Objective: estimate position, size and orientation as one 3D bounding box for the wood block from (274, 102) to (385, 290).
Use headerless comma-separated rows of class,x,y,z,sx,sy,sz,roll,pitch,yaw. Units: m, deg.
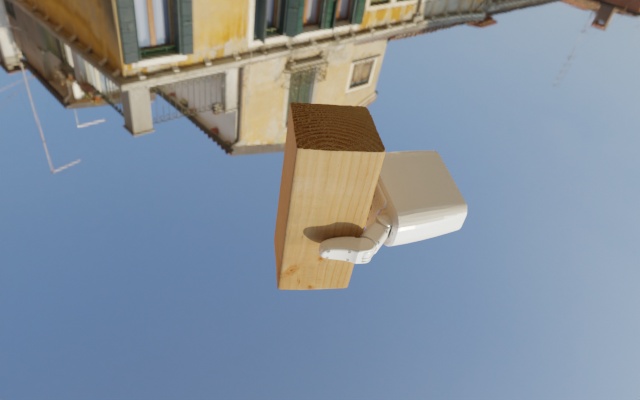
wood block,0.001,0.002,0.551,0.090,0.206,0.090,1,40,-11
